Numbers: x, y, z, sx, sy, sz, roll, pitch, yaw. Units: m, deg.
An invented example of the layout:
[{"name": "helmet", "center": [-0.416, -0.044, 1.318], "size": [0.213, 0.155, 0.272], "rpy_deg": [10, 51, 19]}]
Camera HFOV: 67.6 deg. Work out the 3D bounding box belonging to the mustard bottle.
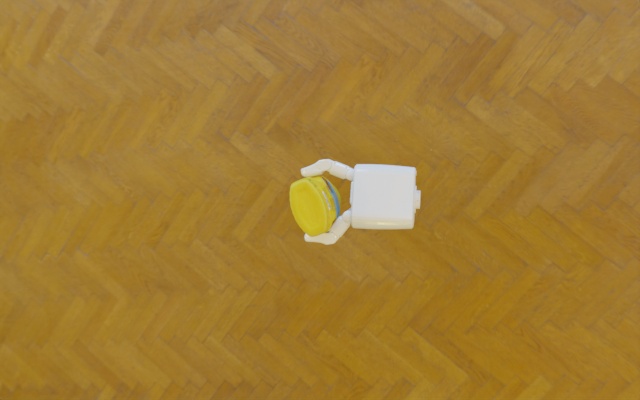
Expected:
[{"name": "mustard bottle", "center": [0.000, 0.003, 0.862], "size": [0.058, 0.096, 0.191], "rpy_deg": [-22, 1, 14]}]
